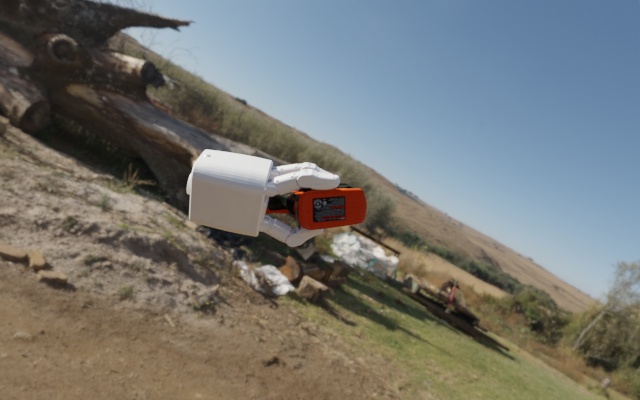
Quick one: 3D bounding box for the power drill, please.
[{"bbox_3d":[0.000,0.003,0.771,0.184,0.057,0.187,-7,7,-21],"label":"power drill"}]
